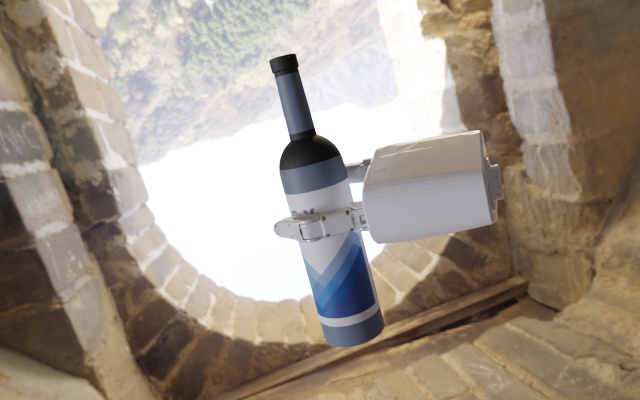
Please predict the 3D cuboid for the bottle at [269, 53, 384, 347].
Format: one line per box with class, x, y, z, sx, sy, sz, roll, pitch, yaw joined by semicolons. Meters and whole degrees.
bottle;0.000;0.002;0.488;0.069;0.296;0.069;-14;11;3
